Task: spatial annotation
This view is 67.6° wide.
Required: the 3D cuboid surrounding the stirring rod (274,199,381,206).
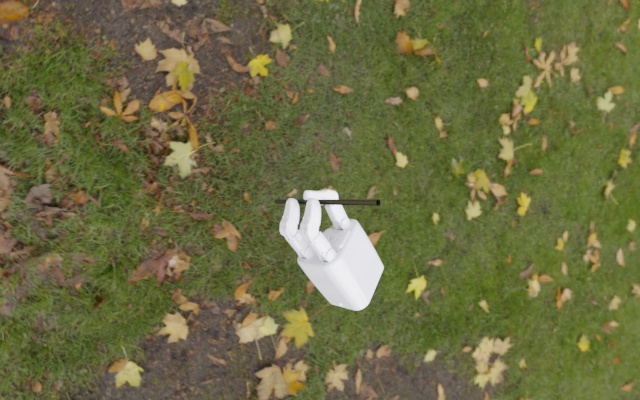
[{"bbox_3d":[0.000,0.002,0.713,0.011,0.011,0.239,0,0,-39],"label":"stirring rod"}]
